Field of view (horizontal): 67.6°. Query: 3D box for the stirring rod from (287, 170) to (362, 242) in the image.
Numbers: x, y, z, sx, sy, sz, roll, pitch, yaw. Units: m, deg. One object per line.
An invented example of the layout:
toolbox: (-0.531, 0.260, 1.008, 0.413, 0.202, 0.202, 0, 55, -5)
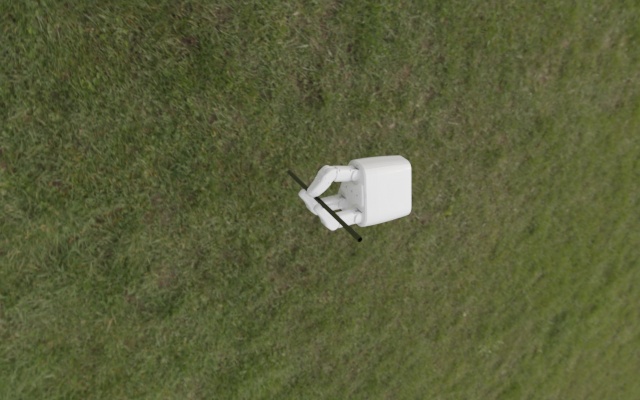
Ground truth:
stirring rod: (0.000, 0.002, 0.788, 0.011, 0.011, 0.239, 0, 27, -33)
